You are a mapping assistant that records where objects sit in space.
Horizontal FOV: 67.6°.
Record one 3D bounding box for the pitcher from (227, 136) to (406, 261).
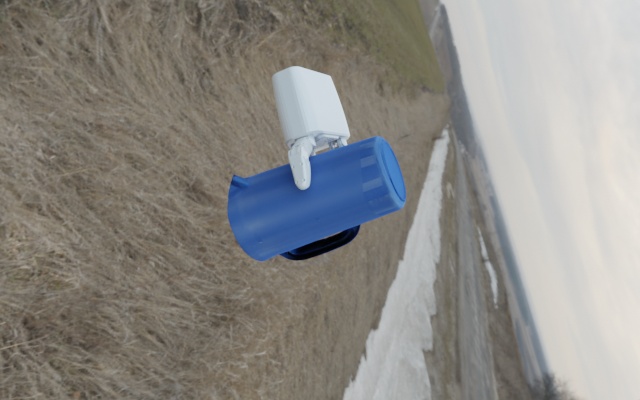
[{"bbox_3d":[0.000,0.002,0.707,0.243,0.145,0.149,-19,-9,20],"label":"pitcher"}]
